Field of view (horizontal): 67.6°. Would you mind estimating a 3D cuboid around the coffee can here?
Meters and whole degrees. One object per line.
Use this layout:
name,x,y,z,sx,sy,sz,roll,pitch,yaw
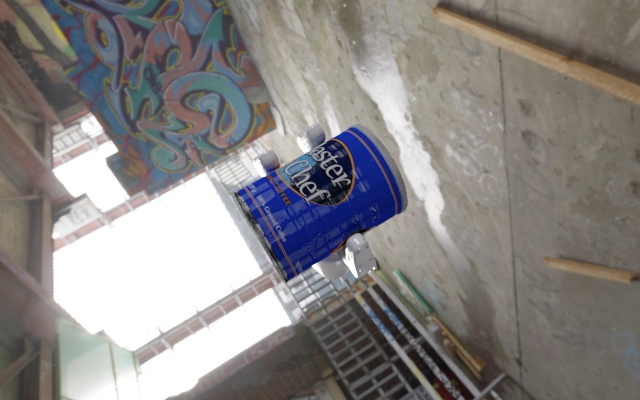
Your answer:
coffee can,0.000,0.001,0.476,0.140,0.103,0.103,-30,6,-10
